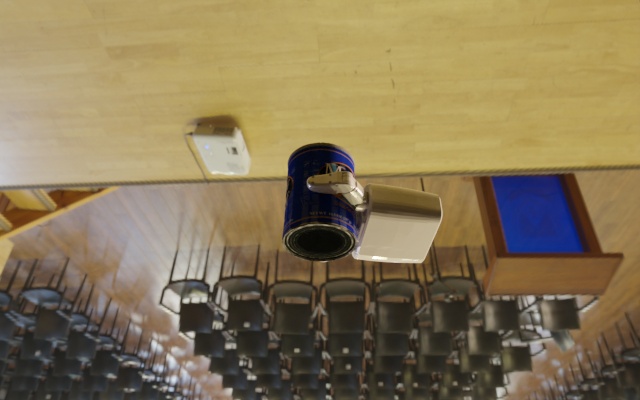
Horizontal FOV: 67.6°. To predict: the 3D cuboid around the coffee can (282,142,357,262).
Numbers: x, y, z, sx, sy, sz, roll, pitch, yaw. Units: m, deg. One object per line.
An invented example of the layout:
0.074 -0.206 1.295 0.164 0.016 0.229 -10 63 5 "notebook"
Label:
0.000 0.002 0.687 0.103 0.140 0.103 1 -35 1 "coffee can"
